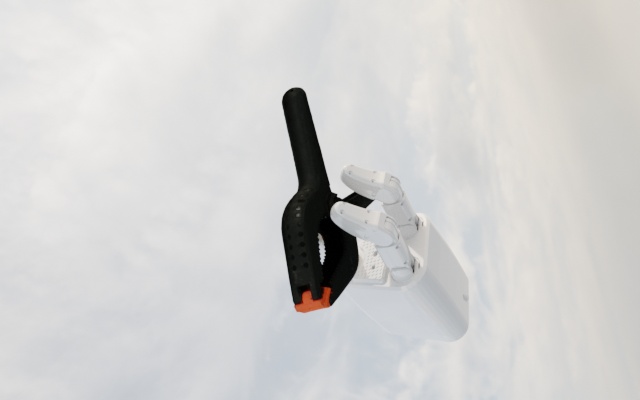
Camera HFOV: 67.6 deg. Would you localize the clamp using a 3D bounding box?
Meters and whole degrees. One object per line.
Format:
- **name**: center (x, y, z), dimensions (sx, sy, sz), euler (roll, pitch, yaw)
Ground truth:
- **clamp**: center (-0.001, 0.002, 0.445), dimensions (0.036, 0.209, 0.165), euler (-21, -56, 31)
